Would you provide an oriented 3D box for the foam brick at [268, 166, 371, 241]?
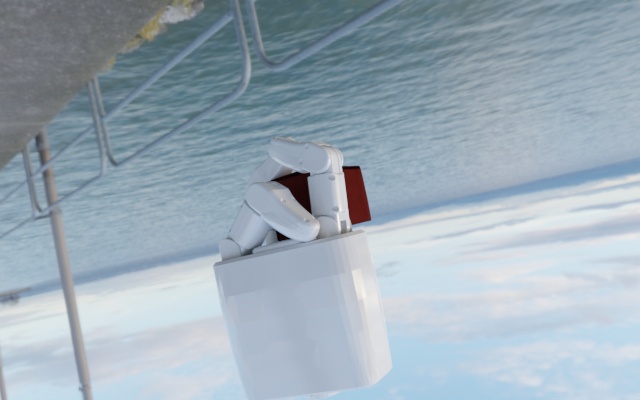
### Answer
[{"bbox_3d":[0.000,0.001,0.408,0.053,0.051,0.078,-16,-5,33],"label":"foam brick"}]
